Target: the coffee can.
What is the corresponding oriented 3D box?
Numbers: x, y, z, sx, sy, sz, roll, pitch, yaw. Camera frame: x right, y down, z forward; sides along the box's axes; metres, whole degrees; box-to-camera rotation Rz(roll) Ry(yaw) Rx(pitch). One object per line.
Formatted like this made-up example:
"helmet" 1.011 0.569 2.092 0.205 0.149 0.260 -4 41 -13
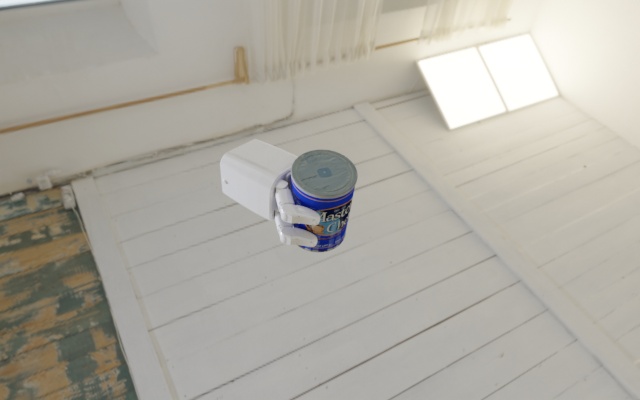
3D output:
"coffee can" 0.000 0.002 0.781 0.103 0.102 0.140 0 -42 -7
